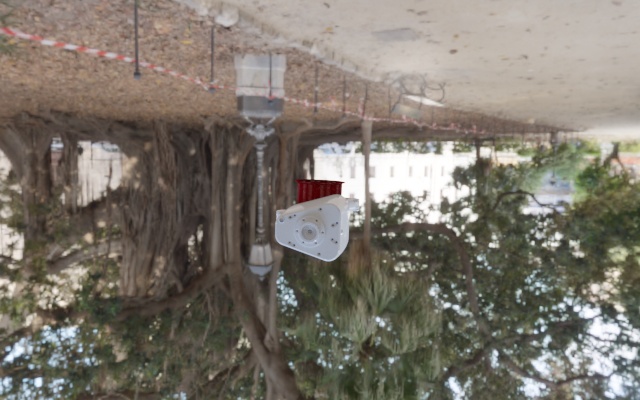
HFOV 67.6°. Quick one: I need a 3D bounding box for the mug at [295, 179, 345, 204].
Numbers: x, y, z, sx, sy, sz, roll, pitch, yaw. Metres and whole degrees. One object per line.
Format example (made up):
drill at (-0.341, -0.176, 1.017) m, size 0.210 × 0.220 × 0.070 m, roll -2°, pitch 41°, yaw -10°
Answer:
mug at (0.000, 0.003, 0.897) m, size 0.093 × 0.081 × 0.117 m, roll 3°, pitch 6°, yaw 10°
